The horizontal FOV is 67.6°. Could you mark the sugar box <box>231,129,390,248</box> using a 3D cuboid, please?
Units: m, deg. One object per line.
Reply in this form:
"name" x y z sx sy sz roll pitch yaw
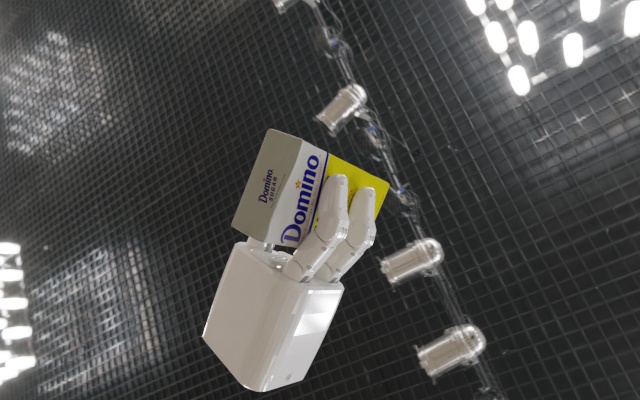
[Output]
"sugar box" 0.001 0.002 0.467 0.048 0.093 0.176 23 3 31
